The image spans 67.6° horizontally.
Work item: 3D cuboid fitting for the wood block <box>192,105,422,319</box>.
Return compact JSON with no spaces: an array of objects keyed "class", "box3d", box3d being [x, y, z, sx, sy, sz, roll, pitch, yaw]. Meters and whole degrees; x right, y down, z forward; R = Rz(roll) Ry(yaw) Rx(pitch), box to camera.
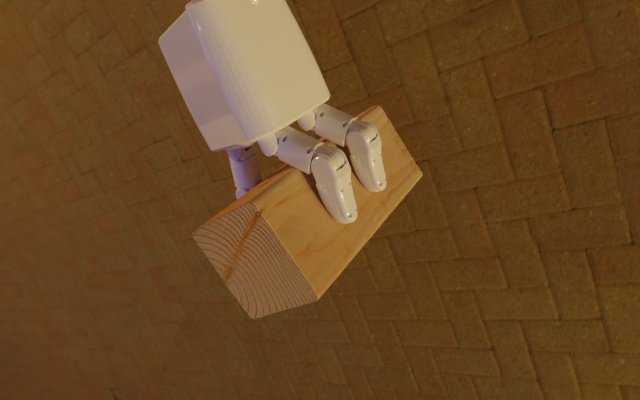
[{"class":"wood block","box3d":[0.000,0.001,0.437,0.091,0.090,0.206,-26,11,43]}]
